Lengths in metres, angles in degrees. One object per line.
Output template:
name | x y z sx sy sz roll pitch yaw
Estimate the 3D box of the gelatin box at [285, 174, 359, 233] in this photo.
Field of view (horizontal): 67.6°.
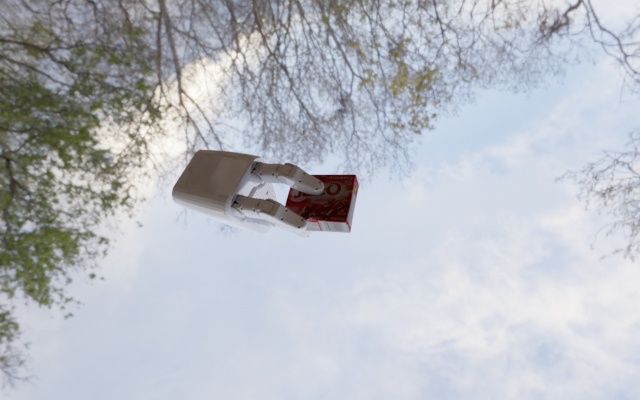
gelatin box | 0.001 0.002 0.617 0.089 0.073 0.030 2 -33 18
